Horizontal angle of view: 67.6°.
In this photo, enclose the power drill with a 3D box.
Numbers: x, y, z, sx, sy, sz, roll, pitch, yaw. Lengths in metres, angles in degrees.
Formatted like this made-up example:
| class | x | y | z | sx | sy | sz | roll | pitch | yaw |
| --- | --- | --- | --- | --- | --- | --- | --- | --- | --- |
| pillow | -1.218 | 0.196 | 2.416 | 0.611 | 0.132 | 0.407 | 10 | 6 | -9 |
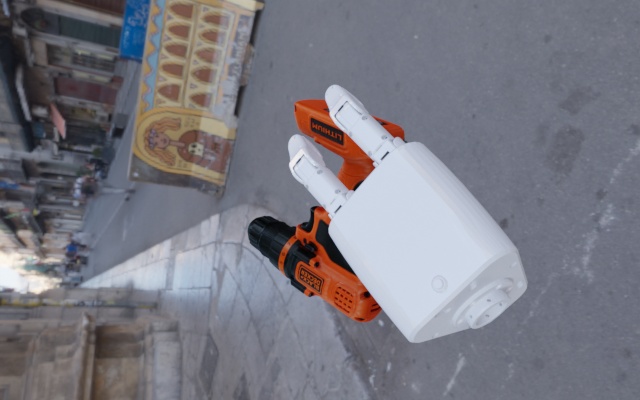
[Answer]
| class | x | y | z | sx | sy | sz | roll | pitch | yaw |
| --- | --- | --- | --- | --- | --- | --- | --- | --- | --- |
| power drill | 0.000 | 0.001 | 0.467 | 0.184 | 0.188 | 0.057 | 27 | 29 | 36 |
